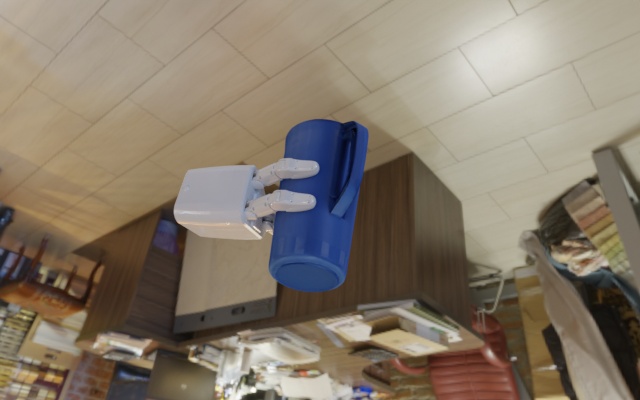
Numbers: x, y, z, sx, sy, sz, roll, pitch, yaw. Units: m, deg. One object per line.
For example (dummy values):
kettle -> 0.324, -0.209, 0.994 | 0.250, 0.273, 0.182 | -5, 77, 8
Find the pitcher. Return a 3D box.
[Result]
pitcher -> 0.000, 0.002, 0.709 | 0.145, 0.242, 0.149 | 0, -34, 12
